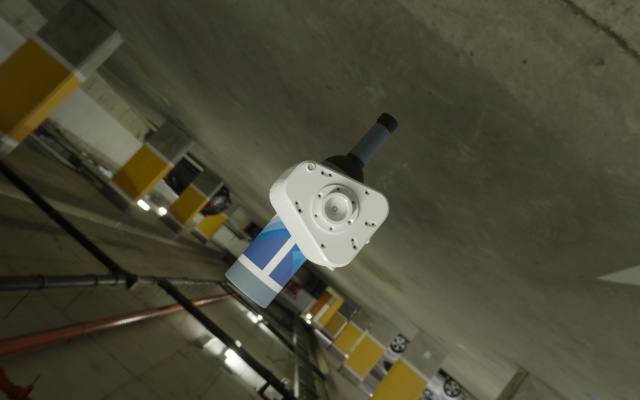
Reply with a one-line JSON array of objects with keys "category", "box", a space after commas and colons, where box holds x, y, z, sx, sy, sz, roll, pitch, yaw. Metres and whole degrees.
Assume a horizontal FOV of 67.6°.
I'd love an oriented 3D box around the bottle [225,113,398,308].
[{"category": "bottle", "box": [0.000, 0.002, 0.618, 0.069, 0.295, 0.069, 39, -9, 8]}]
